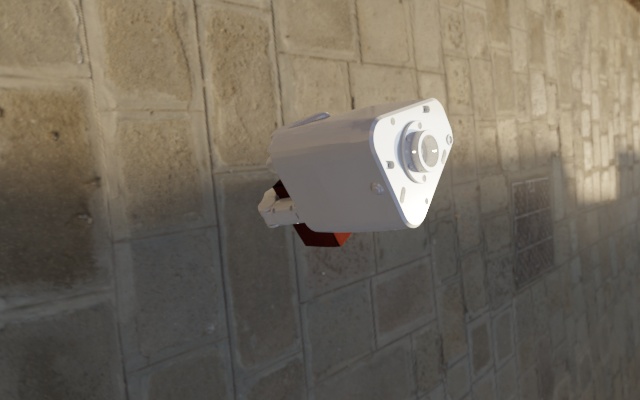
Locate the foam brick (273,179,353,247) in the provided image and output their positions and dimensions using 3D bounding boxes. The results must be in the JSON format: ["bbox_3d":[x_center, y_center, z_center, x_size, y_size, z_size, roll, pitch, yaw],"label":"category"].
[{"bbox_3d":[0.000,0.002,0.478,0.051,0.078,0.053,-4,33,44],"label":"foam brick"}]
